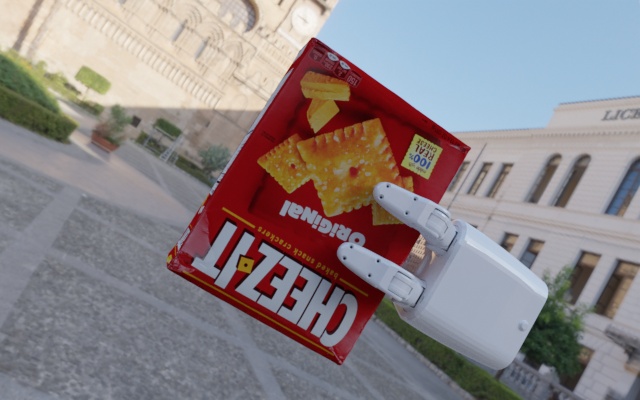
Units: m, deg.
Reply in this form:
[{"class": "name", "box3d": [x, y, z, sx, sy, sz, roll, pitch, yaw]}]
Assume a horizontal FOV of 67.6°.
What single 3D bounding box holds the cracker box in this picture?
[{"class": "cracker box", "box3d": [0.000, 0.001, 0.402, 0.164, 0.213, 0.072, 33, -5, -13]}]
